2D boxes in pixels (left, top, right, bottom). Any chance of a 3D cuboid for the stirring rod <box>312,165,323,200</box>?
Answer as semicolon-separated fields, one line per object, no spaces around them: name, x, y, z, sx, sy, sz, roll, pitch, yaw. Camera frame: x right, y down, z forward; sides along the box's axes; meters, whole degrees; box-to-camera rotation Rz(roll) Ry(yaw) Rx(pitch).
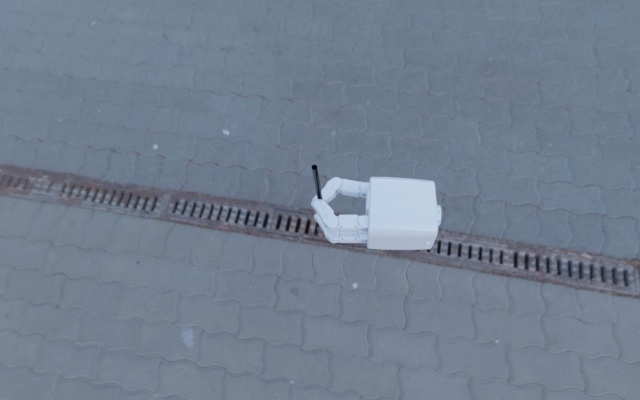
stirring rod;0.000;0.003;0.774;0.011;0.011;0.240;0;-24;5
